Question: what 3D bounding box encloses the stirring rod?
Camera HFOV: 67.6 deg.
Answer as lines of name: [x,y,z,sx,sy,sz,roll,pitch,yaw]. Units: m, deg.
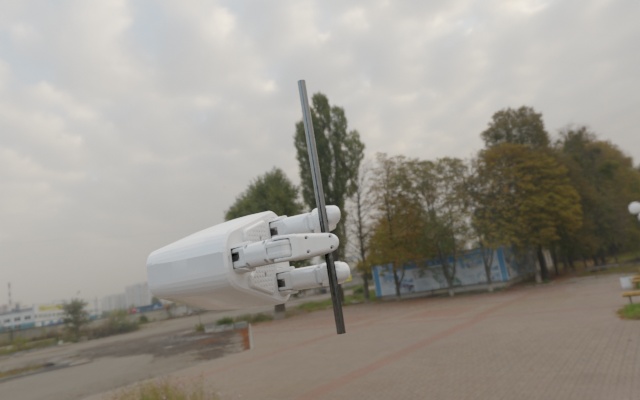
stirring rod: [0.000,0.002,0.445,0.011,0.239,0.011,-9,-9,-1]
